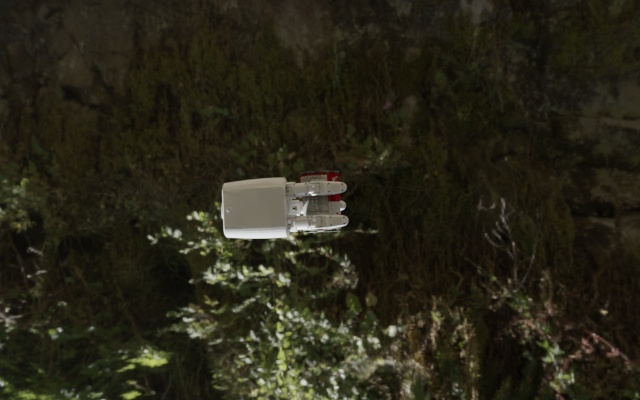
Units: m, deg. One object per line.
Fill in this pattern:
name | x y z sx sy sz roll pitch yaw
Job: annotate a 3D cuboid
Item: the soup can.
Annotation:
soup can | 0.001 0.003 0.818 0.068 0.102 0.068 -3 -2 0
